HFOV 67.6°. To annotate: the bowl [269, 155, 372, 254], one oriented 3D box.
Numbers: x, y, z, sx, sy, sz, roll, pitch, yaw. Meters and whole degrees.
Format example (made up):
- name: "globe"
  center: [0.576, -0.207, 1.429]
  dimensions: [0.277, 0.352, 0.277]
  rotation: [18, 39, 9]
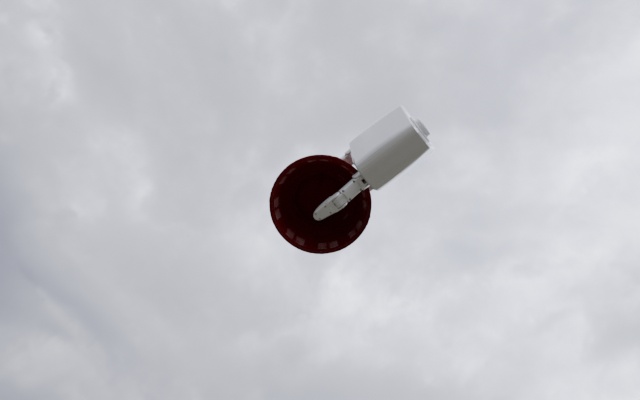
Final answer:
- name: "bowl"
  center: [-0.001, 0.003, 0.776]
  dimensions: [0.162, 0.162, 0.055]
  rotation: [0, 13, 0]
